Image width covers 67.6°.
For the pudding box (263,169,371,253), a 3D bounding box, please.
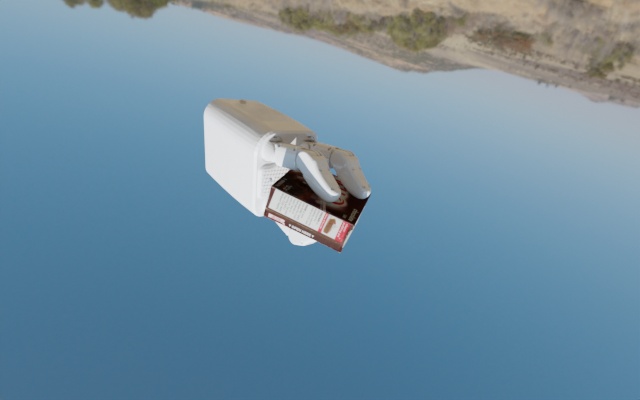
[{"bbox_3d":[0.000,0.002,0.507,0.090,0.039,0.113,24,24,6],"label":"pudding box"}]
